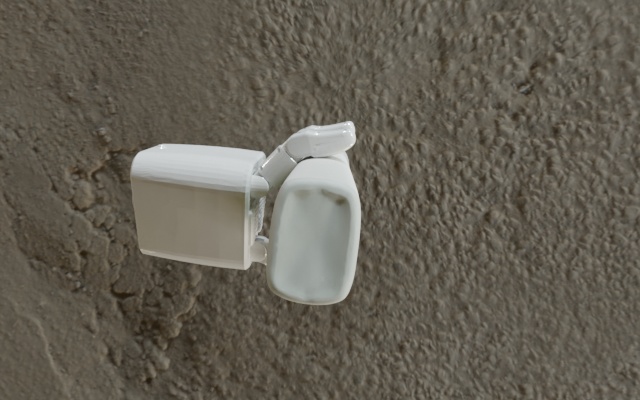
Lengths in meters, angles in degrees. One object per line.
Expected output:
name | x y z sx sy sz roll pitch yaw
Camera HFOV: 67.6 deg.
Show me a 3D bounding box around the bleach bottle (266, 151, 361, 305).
bleach bottle | 0.000 0.001 0.469 0.068 0.102 0.250 8 14 1
